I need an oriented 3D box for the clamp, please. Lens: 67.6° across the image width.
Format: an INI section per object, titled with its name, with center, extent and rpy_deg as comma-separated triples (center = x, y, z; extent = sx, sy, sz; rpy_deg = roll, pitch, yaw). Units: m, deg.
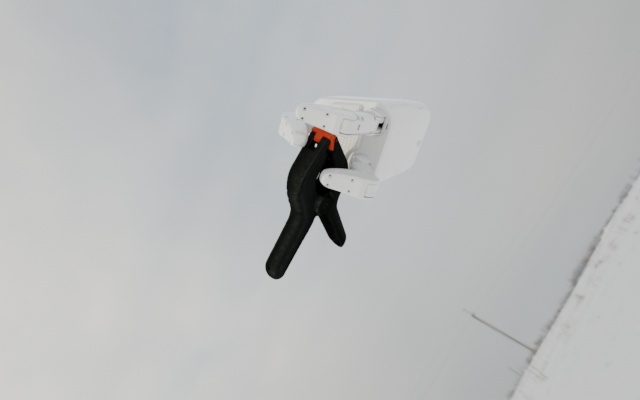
[clamp]
center = 0.000, 0.001, 0.533
extent = 0.039, 0.171, 0.120
rpy_deg = 30, 28, 28
